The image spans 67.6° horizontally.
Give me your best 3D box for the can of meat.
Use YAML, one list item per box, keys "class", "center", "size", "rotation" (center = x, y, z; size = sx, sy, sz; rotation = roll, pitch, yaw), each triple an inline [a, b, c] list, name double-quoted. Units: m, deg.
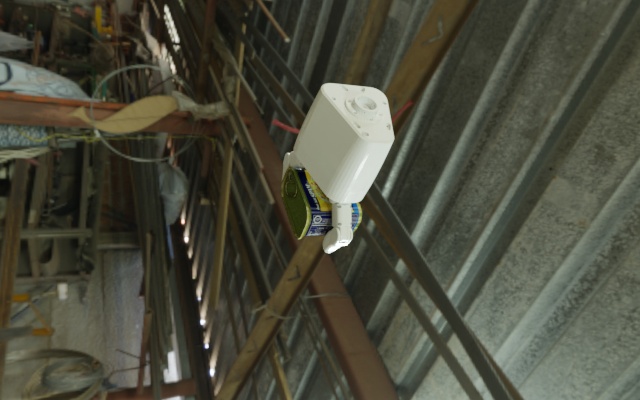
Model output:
- class: "can of meat"
  center: [0.000, 0.002, 0.665]
  size: [0.084, 0.102, 0.057]
  rotation: [-1, -43, -25]
